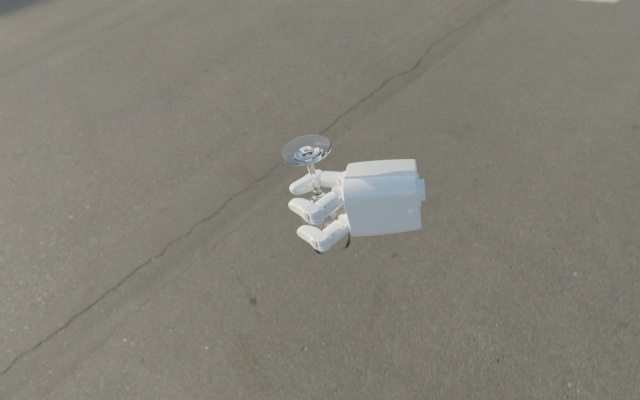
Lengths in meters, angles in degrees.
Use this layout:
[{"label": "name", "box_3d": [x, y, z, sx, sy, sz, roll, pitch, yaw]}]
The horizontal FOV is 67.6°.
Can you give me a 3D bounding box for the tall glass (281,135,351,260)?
[{"label": "tall glass", "box_3d": [0.000, 0.002, 0.738, 0.079, 0.201, 0.079, -9, 39, 7]}]
